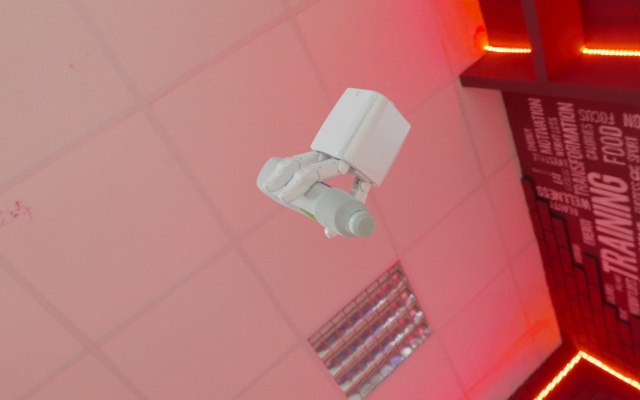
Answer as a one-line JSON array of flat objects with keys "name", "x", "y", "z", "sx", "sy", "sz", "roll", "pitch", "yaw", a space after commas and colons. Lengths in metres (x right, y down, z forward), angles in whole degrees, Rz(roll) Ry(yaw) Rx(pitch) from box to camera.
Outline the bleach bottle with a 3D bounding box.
[{"name": "bleach bottle", "x": 0.000, "y": 0.002, "z": 0.689, "sx": 0.102, "sy": 0.068, "sz": 0.250, "roll": 31, "pitch": -1, "yaw": -34}]
